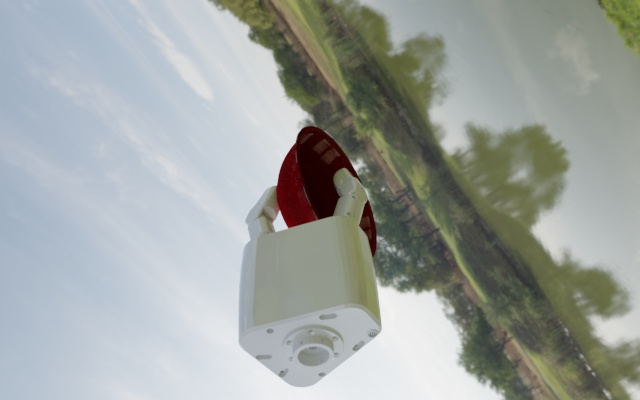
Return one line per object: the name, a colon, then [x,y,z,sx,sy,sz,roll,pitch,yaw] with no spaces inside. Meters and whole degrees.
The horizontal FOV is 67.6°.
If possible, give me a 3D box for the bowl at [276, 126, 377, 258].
bowl: [0.000,0.001,0.529,0.055,0.162,0.162,-24,-11,24]
